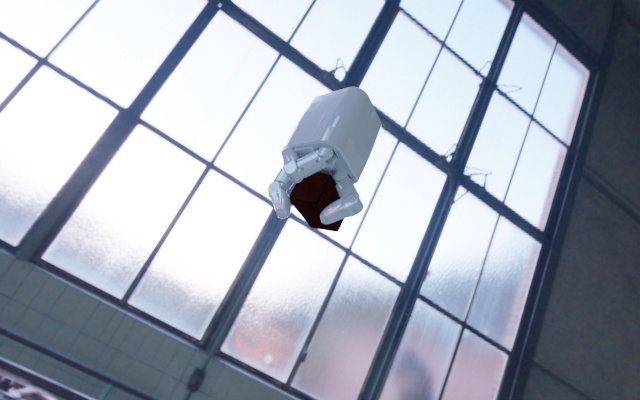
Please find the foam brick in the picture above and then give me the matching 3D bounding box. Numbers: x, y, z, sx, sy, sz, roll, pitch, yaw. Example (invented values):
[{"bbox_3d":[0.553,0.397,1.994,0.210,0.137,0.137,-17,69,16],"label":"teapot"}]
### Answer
[{"bbox_3d":[0.000,0.002,0.690,0.053,0.051,0.078,9,-29,33],"label":"foam brick"}]
